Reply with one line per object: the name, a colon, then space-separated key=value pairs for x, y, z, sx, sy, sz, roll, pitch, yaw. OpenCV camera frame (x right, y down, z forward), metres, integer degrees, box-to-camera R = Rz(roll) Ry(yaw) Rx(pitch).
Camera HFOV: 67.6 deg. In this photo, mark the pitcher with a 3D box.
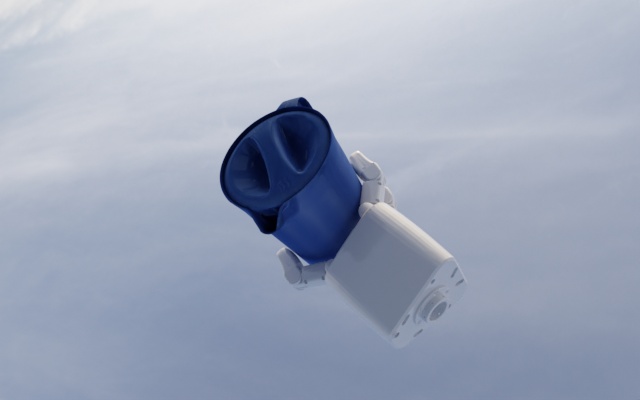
pitcher: x=0.000 y=0.002 z=0.587 sx=0.145 sy=0.149 sz=0.243 roll=40 pitch=-8 yaw=41
